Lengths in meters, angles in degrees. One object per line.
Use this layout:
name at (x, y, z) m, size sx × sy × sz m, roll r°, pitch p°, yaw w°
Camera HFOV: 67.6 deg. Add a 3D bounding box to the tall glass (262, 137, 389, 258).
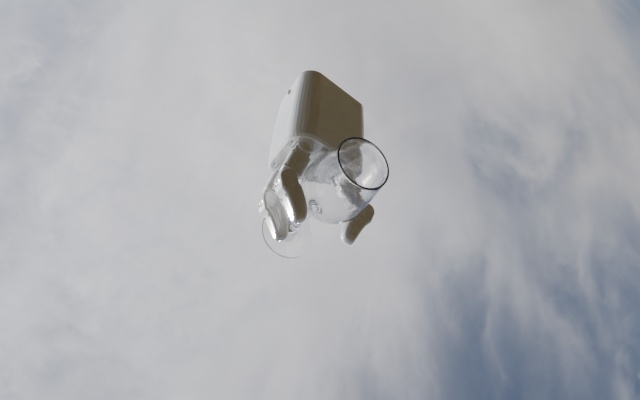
tall glass at (0.000, 0.002, 0.567) m, size 0.079 × 0.079 × 0.201 m, roll 0°, pitch -24°, yaw -29°
